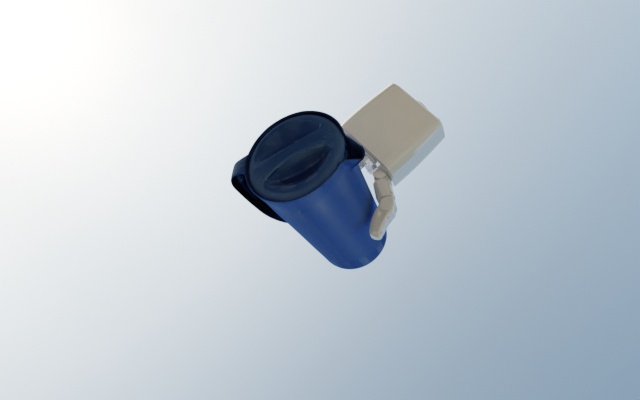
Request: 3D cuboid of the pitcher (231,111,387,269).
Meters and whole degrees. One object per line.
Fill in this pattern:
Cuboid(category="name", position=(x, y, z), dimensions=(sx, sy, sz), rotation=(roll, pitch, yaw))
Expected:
Cuboid(category="pitcher", position=(0.000, 0.002, 0.662), dimensions=(0.149, 0.145, 0.243), rotation=(41, -8, 38))
